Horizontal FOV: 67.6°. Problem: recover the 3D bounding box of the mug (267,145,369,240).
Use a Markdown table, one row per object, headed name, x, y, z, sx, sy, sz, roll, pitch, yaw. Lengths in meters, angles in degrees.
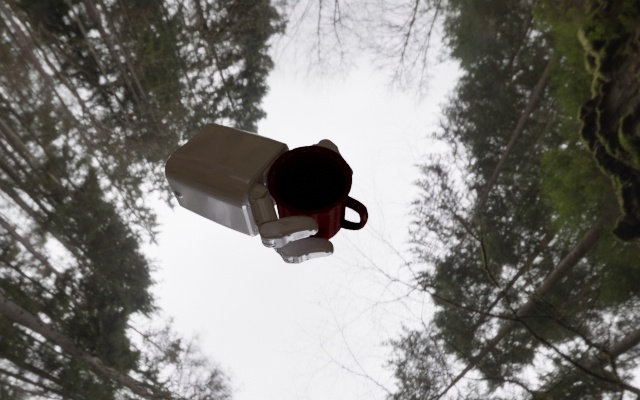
| name | x | y | z | sx | sy | sz | roll | pitch | yaw |
| --- | --- | --- | --- | --- | --- | --- | --- | --- | --- |
| mug | 0.001 | 0.002 | 0.546 | 0.117 | 0.093 | 0.082 | 20 | -31 | 14 |
